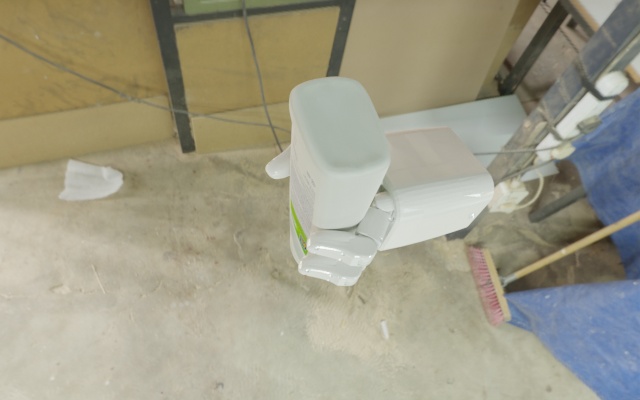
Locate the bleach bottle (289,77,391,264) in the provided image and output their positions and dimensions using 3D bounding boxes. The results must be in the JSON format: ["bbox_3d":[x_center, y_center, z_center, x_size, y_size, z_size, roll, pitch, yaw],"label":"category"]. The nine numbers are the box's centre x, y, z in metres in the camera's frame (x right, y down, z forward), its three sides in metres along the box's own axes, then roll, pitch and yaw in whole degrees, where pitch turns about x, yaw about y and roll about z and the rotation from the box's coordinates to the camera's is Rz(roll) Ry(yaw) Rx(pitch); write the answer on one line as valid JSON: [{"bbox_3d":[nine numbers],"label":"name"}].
[{"bbox_3d":[0.000,0.002,0.477,0.068,0.102,0.251,-12,-27,-15],"label":"bleach bottle"}]
